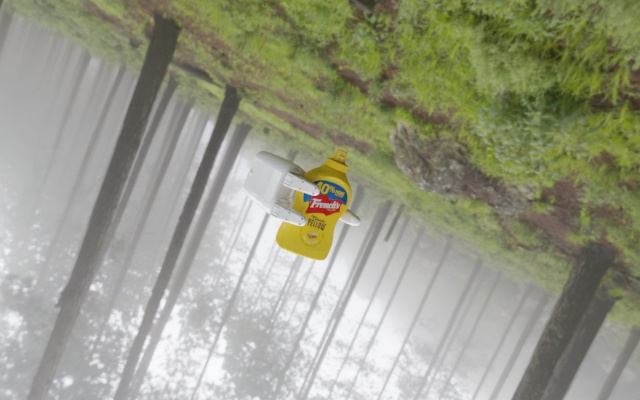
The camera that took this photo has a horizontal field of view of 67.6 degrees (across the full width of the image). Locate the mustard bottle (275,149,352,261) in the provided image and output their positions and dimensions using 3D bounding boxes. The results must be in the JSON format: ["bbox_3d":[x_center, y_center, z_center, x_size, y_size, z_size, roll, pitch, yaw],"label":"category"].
[{"bbox_3d":[0.000,0.003,0.820,0.096,0.191,0.058,21,7,-20],"label":"mustard bottle"}]
